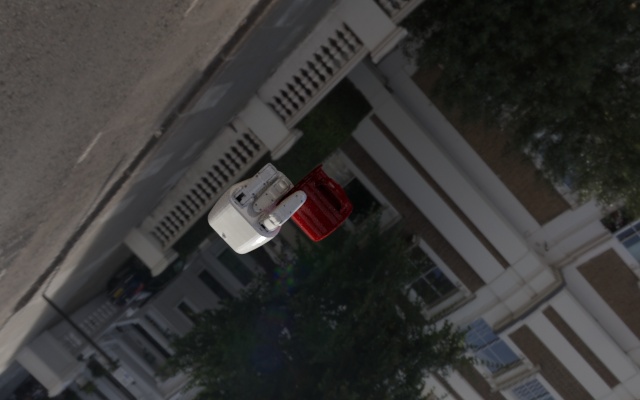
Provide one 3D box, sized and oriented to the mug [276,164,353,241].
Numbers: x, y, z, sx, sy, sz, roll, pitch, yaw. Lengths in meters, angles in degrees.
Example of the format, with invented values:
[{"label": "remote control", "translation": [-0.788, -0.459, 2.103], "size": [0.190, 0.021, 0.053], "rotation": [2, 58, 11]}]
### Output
[{"label": "mug", "translation": [0.001, 0.002, 0.705], "size": [0.093, 0.081, 0.117], "rotation": [-47, 8, -35]}]
